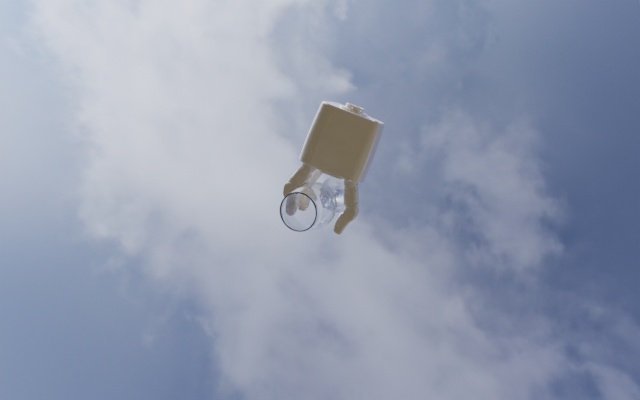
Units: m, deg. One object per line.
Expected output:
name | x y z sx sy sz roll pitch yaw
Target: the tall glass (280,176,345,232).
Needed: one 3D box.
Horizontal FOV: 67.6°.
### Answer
tall glass | 0.000 0.003 0.815 0.079 0.079 0.201 0 9 21
